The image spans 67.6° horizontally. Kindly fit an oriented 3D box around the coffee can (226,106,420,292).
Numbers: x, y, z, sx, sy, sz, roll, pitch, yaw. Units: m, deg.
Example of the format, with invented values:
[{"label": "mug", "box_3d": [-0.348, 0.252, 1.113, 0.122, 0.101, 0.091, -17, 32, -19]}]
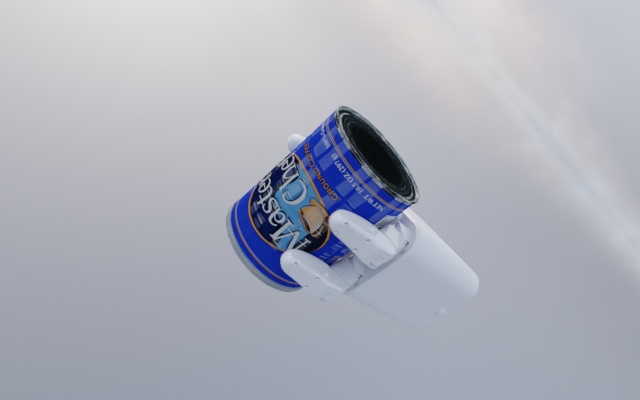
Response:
[{"label": "coffee can", "box_3d": [0.000, 0.001, 0.423, 0.140, 0.102, 0.103, -40, -19, 24]}]
